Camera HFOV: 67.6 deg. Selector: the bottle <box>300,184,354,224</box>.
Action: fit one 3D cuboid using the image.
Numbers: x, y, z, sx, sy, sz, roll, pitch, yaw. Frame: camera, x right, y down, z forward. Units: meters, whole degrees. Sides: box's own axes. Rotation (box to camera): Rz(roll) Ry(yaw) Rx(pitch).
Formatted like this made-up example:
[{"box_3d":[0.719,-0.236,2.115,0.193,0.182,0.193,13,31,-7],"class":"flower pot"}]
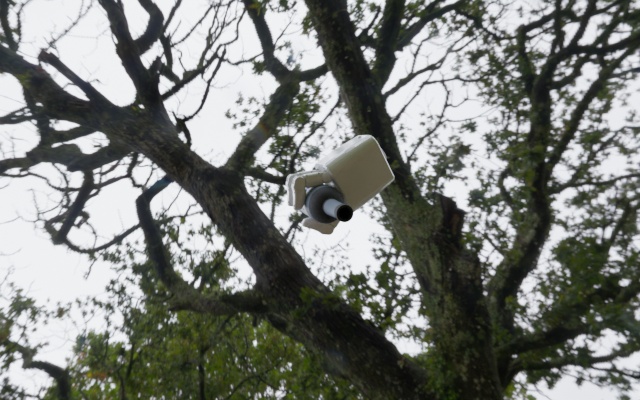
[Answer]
[{"box_3d":[0.000,0.003,0.866,0.069,0.069,0.295,0,7,-15],"class":"bottle"}]
